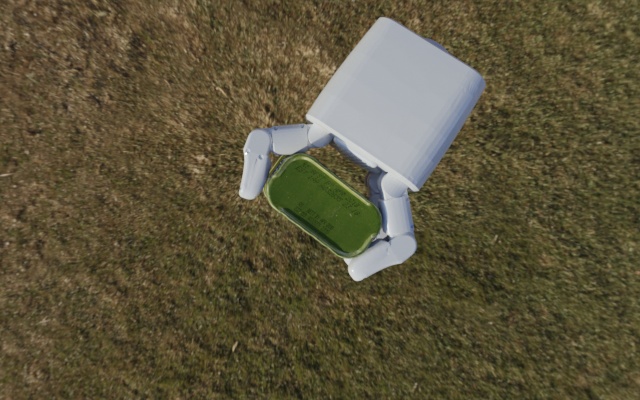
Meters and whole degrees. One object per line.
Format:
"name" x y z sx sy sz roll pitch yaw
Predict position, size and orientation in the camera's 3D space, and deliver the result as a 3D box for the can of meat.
"can of meat" 0.000 0.001 0.415 0.102 0.057 0.084 37 0 -8
